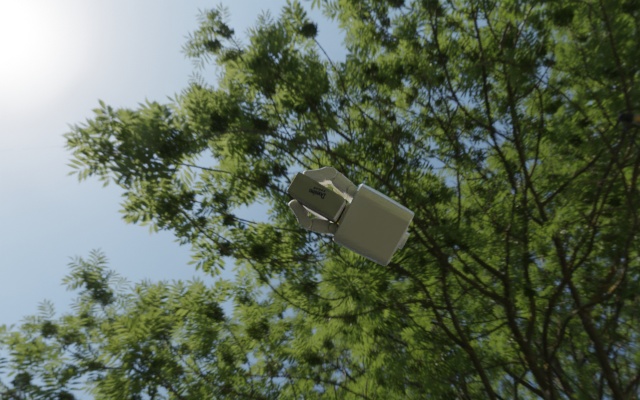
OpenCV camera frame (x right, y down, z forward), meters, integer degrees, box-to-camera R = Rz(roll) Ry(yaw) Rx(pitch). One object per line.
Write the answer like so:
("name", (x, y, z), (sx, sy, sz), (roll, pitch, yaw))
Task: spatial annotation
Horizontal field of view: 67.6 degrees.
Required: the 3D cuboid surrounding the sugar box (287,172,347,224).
("sugar box", (0.001, 0.002, 0.860), (0.093, 0.048, 0.176), (30, -7, 8))
